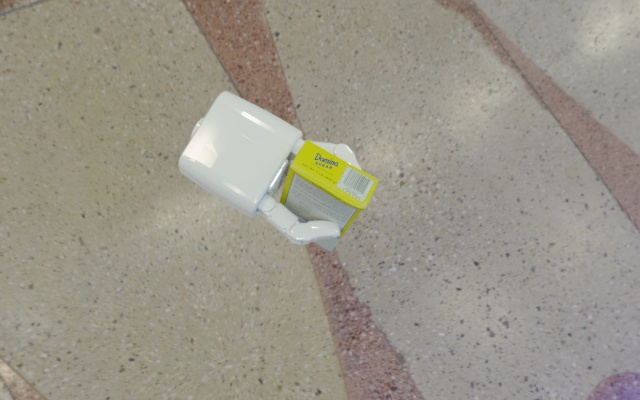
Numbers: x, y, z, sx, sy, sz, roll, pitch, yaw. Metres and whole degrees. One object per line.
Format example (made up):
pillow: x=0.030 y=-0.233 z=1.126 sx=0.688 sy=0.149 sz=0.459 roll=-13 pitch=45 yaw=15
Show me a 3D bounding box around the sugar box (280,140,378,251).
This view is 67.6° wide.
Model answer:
sugar box: x=0.000 y=0.001 z=0.586 sx=0.093 sy=0.048 sz=0.176 roll=31 pitch=-21 yaw=1
